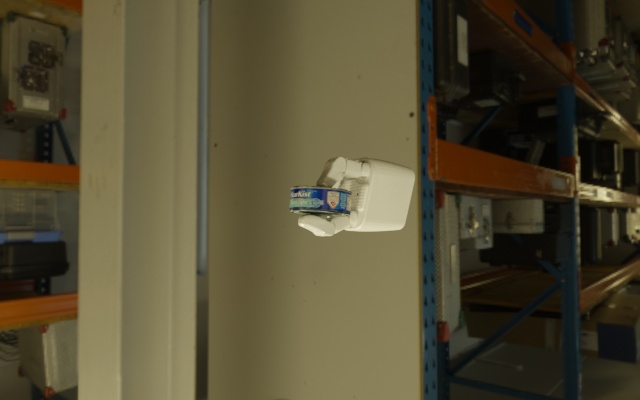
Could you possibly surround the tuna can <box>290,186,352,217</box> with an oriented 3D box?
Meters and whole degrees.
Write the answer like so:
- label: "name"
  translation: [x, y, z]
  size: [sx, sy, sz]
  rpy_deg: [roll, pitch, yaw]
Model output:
- label: "tuna can"
  translation: [0.000, 0.003, 0.661]
  size: [0.086, 0.033, 0.086]
  rpy_deg: [4, -6, 0]
